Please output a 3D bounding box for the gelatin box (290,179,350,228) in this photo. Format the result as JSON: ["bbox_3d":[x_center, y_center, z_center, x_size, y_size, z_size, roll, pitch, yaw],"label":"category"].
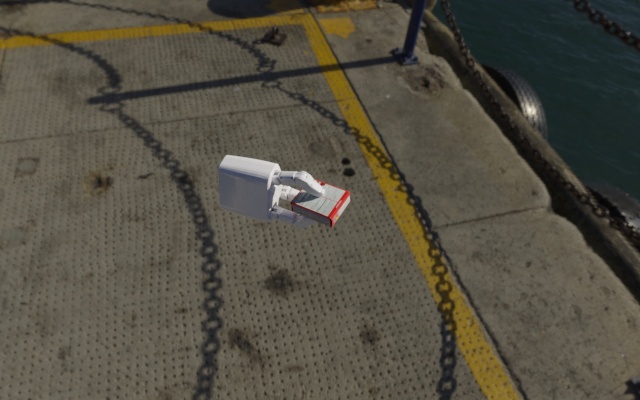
[{"bbox_3d":[0.000,0.003,0.890,0.089,0.030,0.073,20,53,23],"label":"gelatin box"}]
